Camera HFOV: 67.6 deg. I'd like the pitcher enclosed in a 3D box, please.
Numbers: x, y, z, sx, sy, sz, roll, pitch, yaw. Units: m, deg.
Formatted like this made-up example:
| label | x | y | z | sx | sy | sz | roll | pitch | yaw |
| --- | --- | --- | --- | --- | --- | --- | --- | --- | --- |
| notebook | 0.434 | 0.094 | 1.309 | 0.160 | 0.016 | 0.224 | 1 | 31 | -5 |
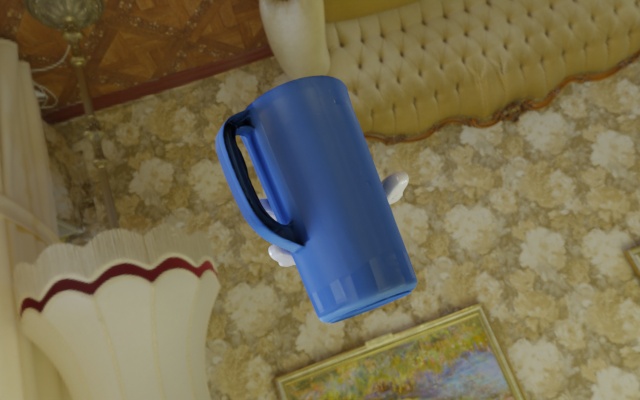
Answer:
| label | x | y | z | sx | sy | sz | roll | pitch | yaw |
| --- | --- | --- | --- | --- | --- | --- | --- | --- | --- |
| pitcher | 0.000 | 0.002 | 0.509 | 0.149 | 0.242 | 0.145 | -23 | -17 | 5 |
